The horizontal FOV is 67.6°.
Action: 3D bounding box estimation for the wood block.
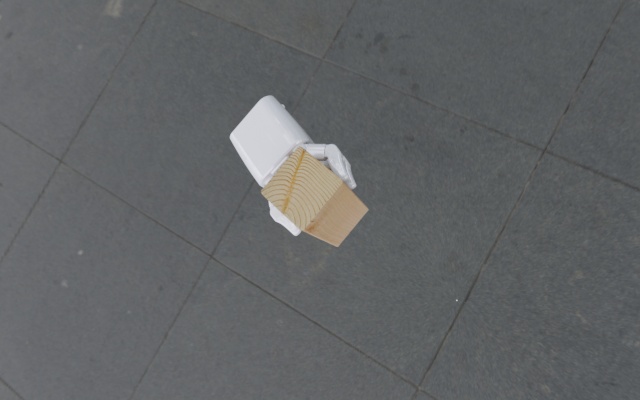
[{"bbox_3d":[0.000,0.002,0.761,0.090,0.091,0.206,41,2,19],"label":"wood block"}]
